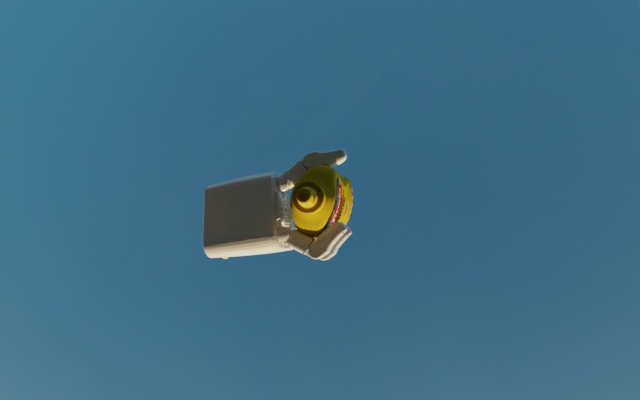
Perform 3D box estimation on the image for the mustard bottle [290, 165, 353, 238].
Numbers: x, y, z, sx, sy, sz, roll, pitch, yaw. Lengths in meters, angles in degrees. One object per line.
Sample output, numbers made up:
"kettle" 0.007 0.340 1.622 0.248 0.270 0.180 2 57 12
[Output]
"mustard bottle" 0.000 0.002 0.652 0.058 0.096 0.191 17 -1 14
